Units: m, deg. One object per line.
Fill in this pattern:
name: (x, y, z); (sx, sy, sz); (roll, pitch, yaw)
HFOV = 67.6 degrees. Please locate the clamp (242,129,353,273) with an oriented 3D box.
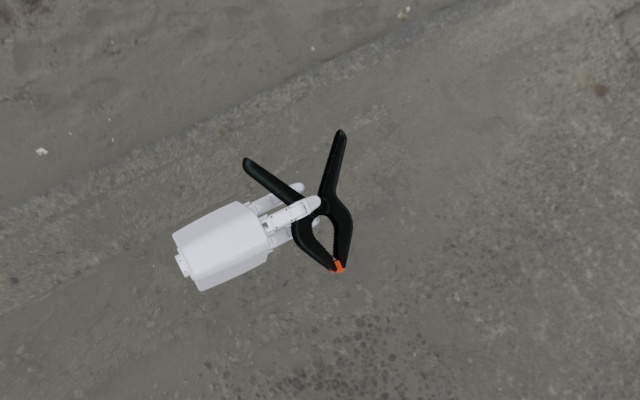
clamp: (0.000, 0.003, 0.707); (0.164, 0.210, 0.036); (-26, 2, -17)
